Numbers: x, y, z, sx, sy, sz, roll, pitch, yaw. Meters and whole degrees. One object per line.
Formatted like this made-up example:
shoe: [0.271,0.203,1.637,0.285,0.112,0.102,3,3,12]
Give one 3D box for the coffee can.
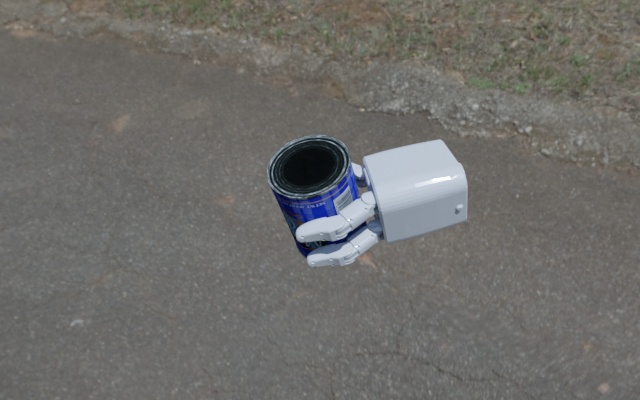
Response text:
coffee can: [0.000,0.002,0.612,0.103,0.102,0.140,0,-39,16]
